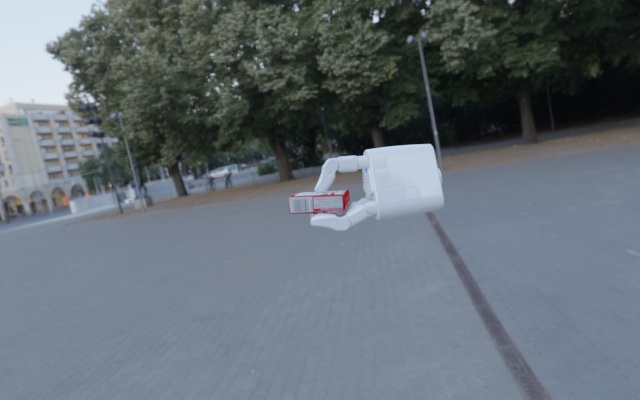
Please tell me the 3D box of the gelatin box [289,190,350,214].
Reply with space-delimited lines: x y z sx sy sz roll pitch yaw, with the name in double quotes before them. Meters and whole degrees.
"gelatin box" 0.000 0.002 0.764 0.089 0.030 0.073 -2 6 9
